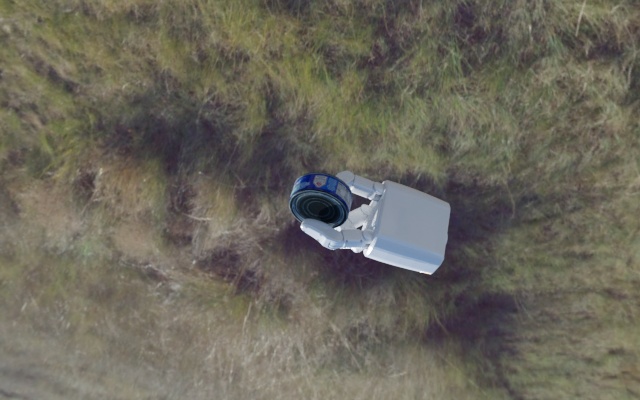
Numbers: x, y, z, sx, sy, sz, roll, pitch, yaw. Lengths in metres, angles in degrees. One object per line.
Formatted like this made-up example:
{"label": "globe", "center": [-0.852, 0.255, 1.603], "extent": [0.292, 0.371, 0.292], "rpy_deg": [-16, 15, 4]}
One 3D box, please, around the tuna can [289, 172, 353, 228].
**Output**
{"label": "tuna can", "center": [0.000, 0.003, 0.663], "extent": [0.086, 0.033, 0.086], "rpy_deg": [10, -40, 8]}
